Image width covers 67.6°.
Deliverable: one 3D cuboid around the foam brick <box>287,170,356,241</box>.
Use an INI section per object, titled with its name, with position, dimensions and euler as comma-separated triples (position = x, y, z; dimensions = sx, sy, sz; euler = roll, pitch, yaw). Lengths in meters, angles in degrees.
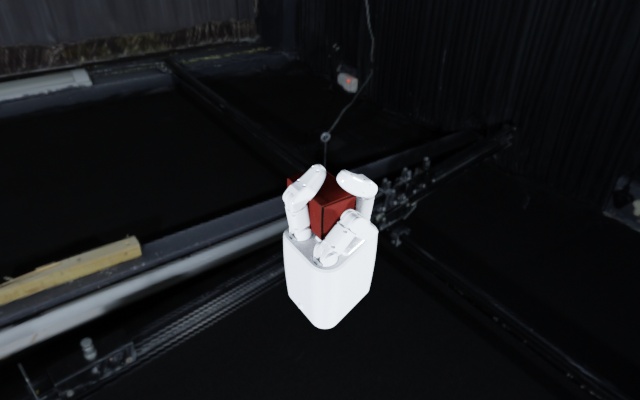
[foam brick]
position = 0.000, 0.002, 0.592
dimensions = 0.053, 0.051, 0.078
euler = -21, 41, -28
